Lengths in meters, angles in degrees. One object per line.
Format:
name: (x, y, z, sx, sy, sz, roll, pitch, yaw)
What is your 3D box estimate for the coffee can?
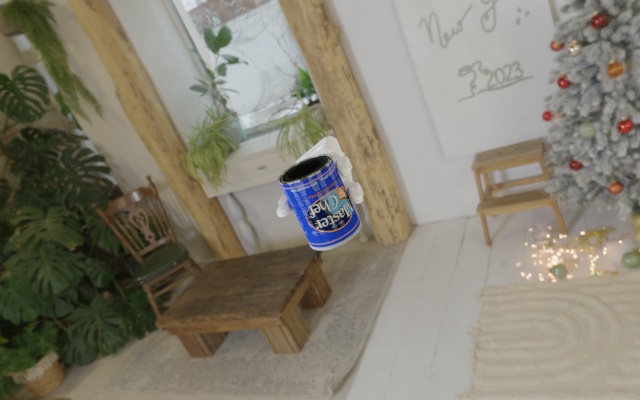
coffee can: (0.000, 0.003, 0.847, 0.103, 0.140, 0.102, -22, 21, 9)
